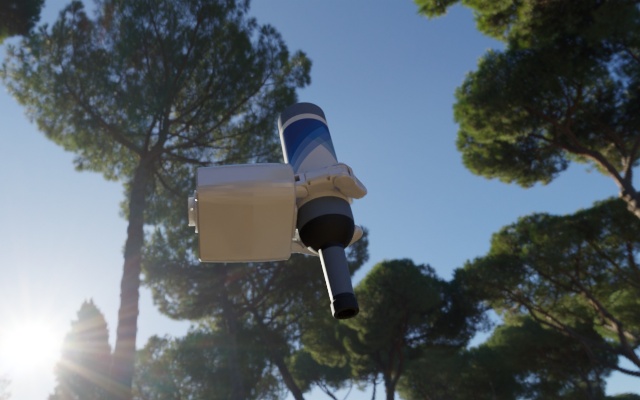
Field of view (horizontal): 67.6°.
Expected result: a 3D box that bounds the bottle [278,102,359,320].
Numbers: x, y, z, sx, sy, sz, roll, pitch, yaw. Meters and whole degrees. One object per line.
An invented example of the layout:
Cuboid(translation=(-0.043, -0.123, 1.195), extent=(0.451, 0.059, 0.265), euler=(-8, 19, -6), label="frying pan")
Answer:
Cuboid(translation=(0.000, 0.002, 0.573), extent=(0.069, 0.295, 0.069), euler=(-8, -38, -6), label="bottle")
